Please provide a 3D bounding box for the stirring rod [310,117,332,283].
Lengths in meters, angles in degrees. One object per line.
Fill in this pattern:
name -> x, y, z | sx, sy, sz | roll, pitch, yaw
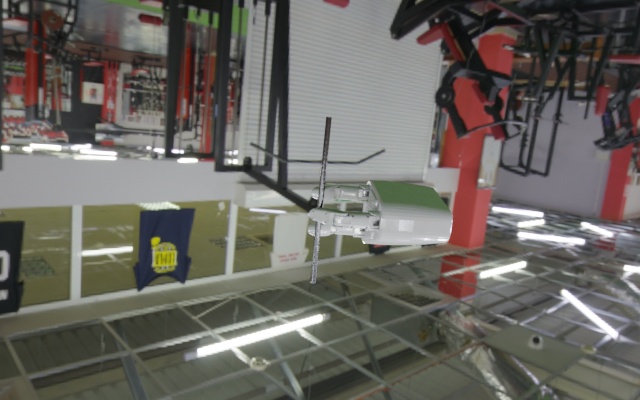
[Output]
stirring rod -> 0.000, 0.002, 0.682 | 0.011, 0.239, 0.011 | 6, 9, -1
